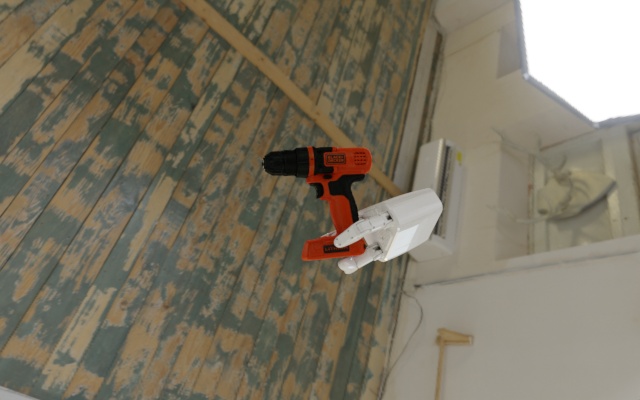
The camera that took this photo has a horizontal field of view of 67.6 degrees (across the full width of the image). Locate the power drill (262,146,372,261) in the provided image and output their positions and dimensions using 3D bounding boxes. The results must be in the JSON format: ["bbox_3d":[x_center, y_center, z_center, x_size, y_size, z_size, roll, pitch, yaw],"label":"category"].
[{"bbox_3d":[0.000,0.003,0.787,0.184,0.187,0.057,-3,-4,-10],"label":"power drill"}]
